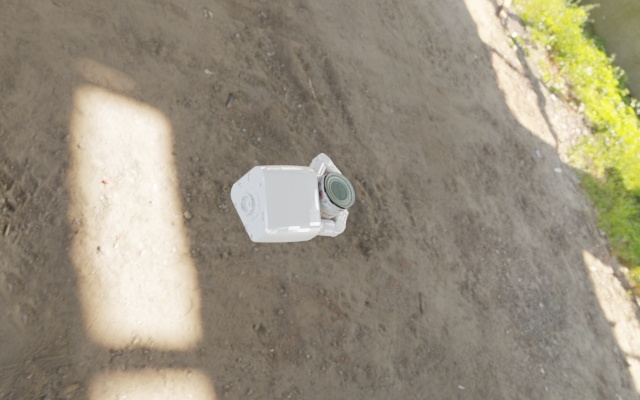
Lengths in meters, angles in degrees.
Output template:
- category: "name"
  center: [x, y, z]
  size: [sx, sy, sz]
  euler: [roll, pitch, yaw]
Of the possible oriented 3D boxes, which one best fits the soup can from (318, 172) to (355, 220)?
- category: "soup can"
  center: [0.001, 0.003, 0.806]
  size: [0.068, 0.068, 0.102]
  euler: [0, -24, -43]
